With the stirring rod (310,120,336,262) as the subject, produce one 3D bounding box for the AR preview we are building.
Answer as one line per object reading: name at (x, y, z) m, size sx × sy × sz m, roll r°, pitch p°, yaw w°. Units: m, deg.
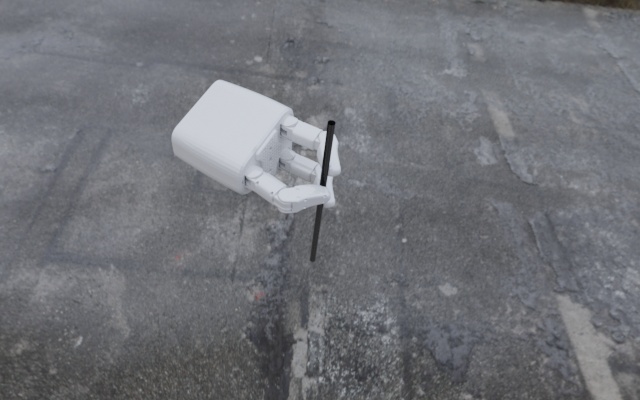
stirring rod at (0.000, 0.002, 0.563) m, size 0.011 × 0.011 × 0.240 m, roll 0°, pitch -41°, yaw -7°
